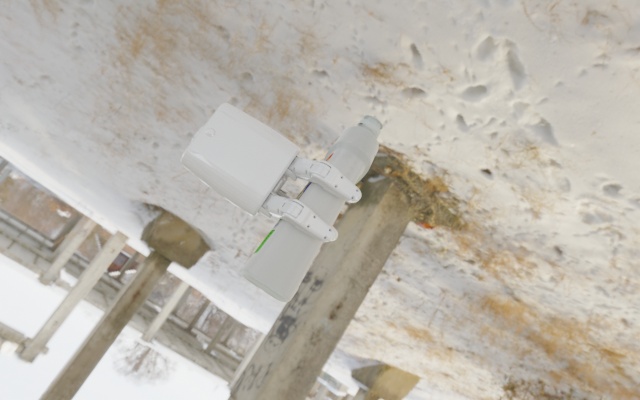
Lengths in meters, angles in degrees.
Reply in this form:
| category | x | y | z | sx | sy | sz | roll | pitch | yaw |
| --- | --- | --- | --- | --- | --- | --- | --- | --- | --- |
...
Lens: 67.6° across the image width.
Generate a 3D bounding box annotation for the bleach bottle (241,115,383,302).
| category | x | y | z | sx | sy | sz | roll | pitch | yaw |
| --- | --- | --- | --- | --- | --- | --- | --- | --- | --- |
| bleach bottle | 0.000 | 0.002 | 0.589 | 0.068 | 0.250 | 0.102 | 34 | -16 | -3 |
